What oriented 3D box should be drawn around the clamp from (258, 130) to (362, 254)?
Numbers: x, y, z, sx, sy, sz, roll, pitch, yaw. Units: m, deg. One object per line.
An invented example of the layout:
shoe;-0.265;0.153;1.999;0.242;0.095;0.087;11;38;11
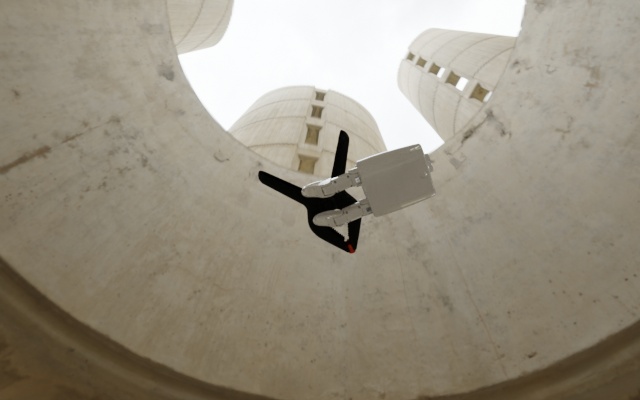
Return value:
clamp;0.001;0.003;0.815;0.164;0.210;0.036;-19;19;8
